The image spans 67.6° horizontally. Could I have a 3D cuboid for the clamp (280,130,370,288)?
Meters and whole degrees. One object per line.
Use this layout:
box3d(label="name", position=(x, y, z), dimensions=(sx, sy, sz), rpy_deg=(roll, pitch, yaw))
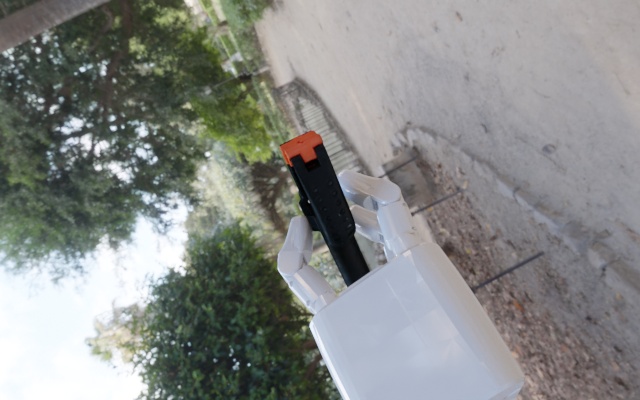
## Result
box3d(label="clamp", position=(-0.001, 0.002, 0.419), dimensions=(0.036, 0.164, 0.210), rpy_deg=(-28, -35, -4))
